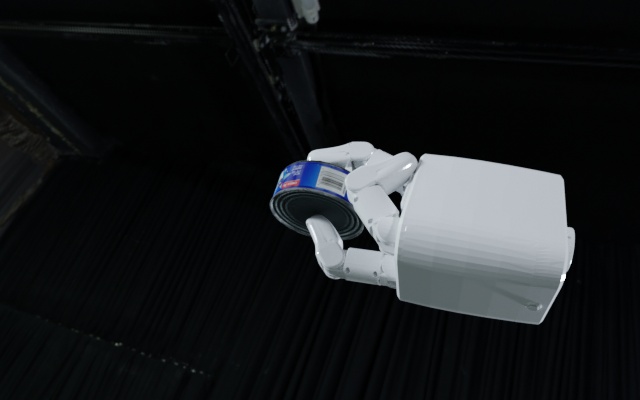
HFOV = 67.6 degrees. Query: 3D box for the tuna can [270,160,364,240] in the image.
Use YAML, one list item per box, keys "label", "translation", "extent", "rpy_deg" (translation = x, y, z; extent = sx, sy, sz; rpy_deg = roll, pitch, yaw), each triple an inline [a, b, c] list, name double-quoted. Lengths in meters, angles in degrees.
- label: "tuna can"
  translation: [0.000, 0.001, 0.432]
  extent: [0.086, 0.033, 0.086]
  rpy_deg: [12, -30, 7]
